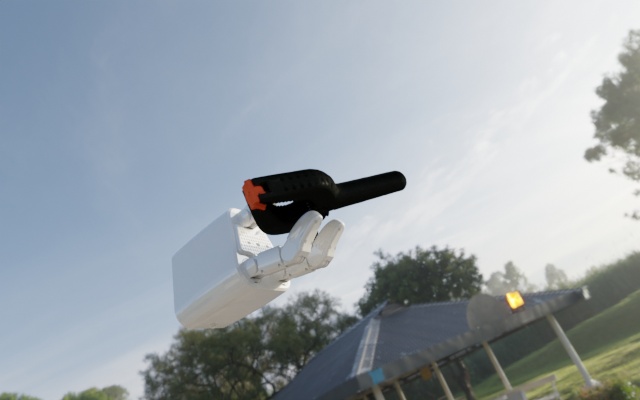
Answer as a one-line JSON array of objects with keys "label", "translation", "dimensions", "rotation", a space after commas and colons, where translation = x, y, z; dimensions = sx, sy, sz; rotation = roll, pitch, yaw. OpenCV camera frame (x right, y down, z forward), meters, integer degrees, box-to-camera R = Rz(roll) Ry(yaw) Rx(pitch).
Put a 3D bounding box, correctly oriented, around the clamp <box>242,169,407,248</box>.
[{"label": "clamp", "translation": [-0.001, 0.001, 0.528], "dimensions": [0.164, 0.036, 0.210], "rotation": [-37, -27, 17]}]
